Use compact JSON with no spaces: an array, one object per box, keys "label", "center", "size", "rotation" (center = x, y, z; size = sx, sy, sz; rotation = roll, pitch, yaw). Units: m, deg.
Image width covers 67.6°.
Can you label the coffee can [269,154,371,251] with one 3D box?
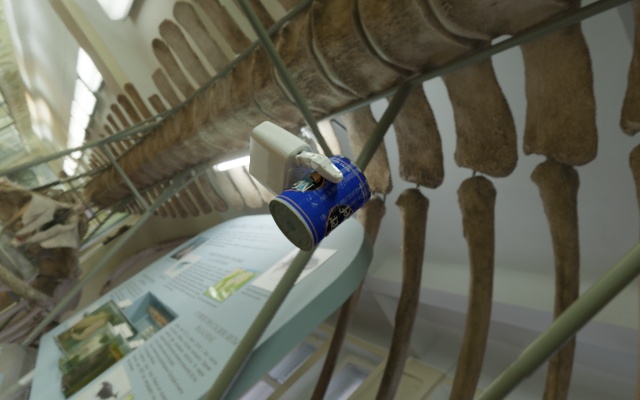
[{"label":"coffee can","center":[0.000,0.003,0.798],"size":[0.140,0.103,0.103],"rotation":[-38,18,-25]}]
